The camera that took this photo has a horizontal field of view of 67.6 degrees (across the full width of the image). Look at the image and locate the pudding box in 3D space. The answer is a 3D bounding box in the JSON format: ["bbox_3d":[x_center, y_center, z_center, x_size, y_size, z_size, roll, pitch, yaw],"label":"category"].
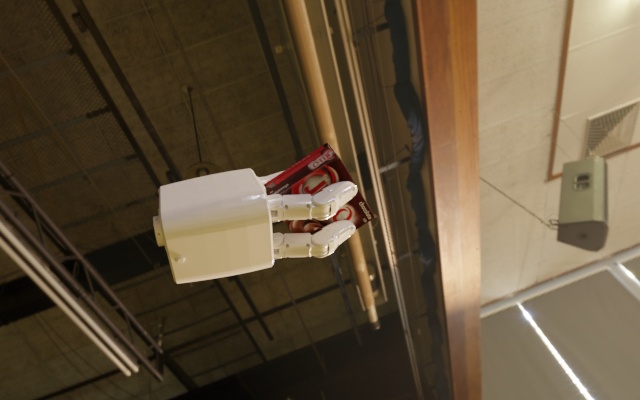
[{"bbox_3d":[0.000,0.002,0.549,0.090,0.039,0.114,-33,-47,3],"label":"pudding box"}]
